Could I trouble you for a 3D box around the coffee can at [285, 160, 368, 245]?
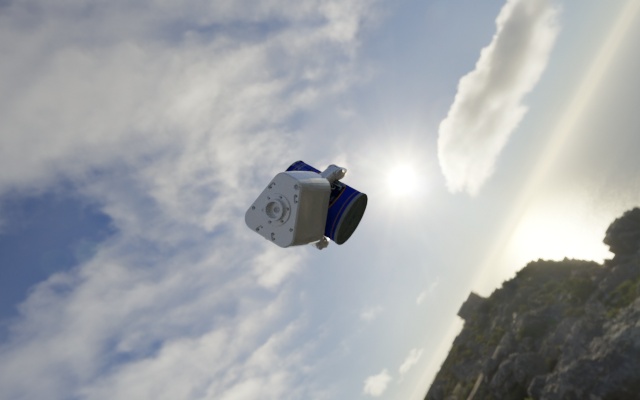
[{"bbox_3d":[0.000,0.003,0.865,0.140,0.103,0.103,29,11,20],"label":"coffee can"}]
